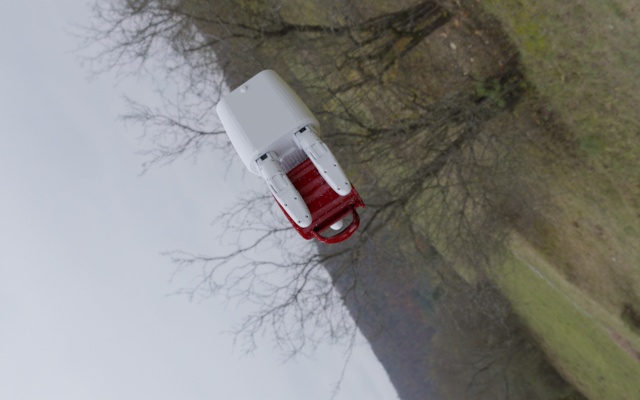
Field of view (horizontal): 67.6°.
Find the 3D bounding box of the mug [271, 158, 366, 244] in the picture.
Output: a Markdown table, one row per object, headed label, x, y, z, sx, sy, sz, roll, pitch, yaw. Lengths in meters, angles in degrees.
| label | x | y | z | sx | sy | sz | roll | pitch | yaw |
| --- | --- | --- | --- | --- | --- | --- | --- | --- | --- |
| mug | 0.001 | 0.003 | 0.561 | 0.081 | 0.117 | 0.093 | -35 | -31 | 1 |
